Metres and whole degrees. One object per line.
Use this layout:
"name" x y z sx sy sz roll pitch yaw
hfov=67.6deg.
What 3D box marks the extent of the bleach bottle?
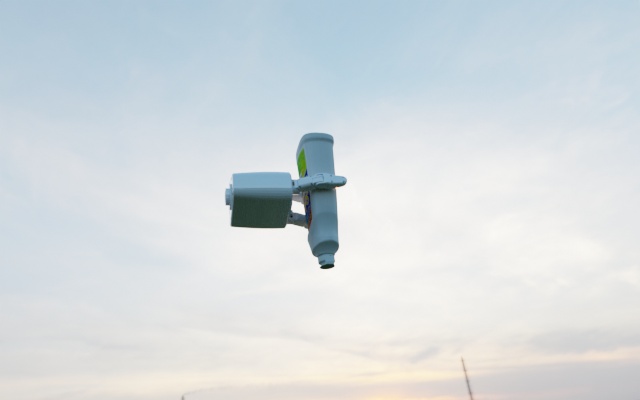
"bleach bottle" 0.000 0.003 0.895 0.068 0.250 0.103 1 -28 -15
